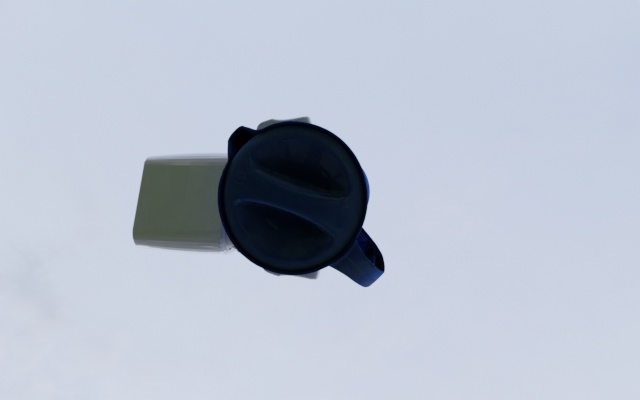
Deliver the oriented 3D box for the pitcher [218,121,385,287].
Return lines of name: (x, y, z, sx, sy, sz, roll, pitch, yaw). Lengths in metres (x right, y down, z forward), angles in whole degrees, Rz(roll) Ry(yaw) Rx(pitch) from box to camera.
pitcher: (0.000, 0.002, 0.521, 0.145, 0.149, 0.243, 0, 3, 10)
